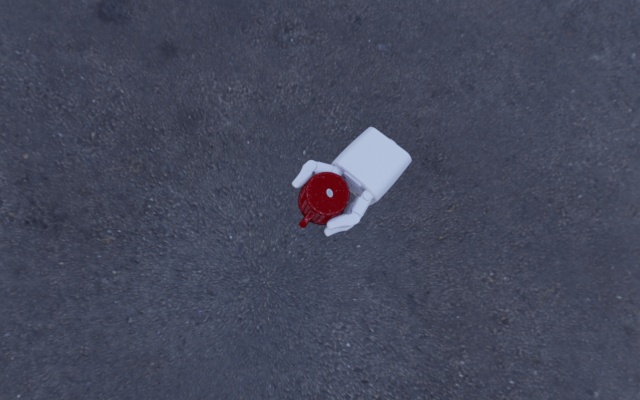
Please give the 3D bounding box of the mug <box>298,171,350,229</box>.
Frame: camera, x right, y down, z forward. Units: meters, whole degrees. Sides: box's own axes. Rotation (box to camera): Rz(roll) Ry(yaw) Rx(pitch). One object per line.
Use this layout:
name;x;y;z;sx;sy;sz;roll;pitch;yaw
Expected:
mug;-0.001;0.004;0.874;0.093;0.117;0.081;42;-13;1
